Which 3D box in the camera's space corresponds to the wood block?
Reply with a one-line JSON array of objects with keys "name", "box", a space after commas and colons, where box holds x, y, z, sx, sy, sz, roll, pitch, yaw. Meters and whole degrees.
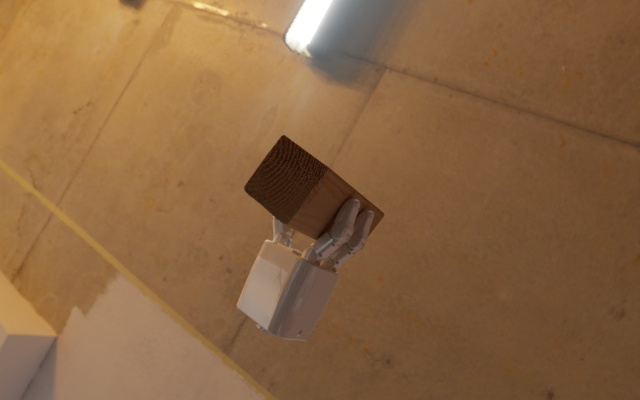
[{"name": "wood block", "box": [0.000, 0.002, 0.676, 0.090, 0.090, 0.206, 37, 2, 31]}]
